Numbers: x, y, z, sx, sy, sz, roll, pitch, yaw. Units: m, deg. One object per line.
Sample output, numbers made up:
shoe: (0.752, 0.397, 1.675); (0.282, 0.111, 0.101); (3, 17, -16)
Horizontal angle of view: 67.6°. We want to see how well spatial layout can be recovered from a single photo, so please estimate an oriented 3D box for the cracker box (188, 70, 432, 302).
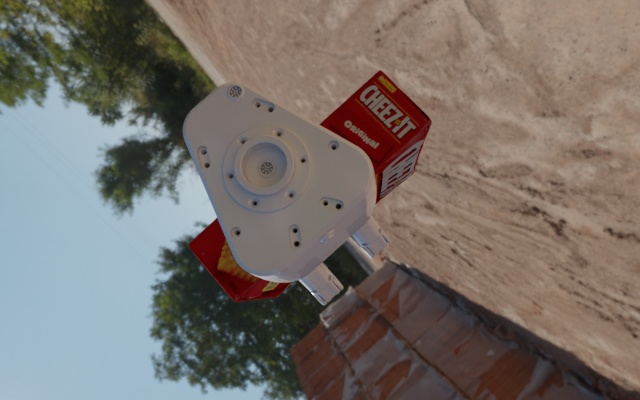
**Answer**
cracker box: (0.000, 0.001, 0.456); (0.213, 0.072, 0.164); (-42, -11, -3)
